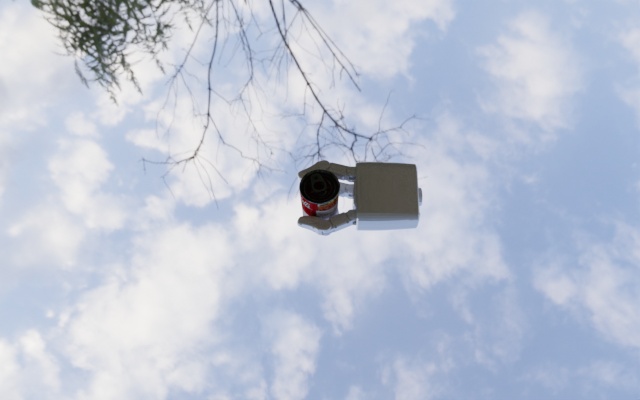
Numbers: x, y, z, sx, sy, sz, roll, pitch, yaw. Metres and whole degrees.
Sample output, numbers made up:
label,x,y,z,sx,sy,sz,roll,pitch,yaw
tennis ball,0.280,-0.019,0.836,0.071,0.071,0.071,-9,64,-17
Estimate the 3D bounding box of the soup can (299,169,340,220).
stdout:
label,x,y,z,sx,sy,sz,roll,pitch,yaw
soup can,0.000,0.003,0.829,0.068,0.068,0.102,0,-32,2
